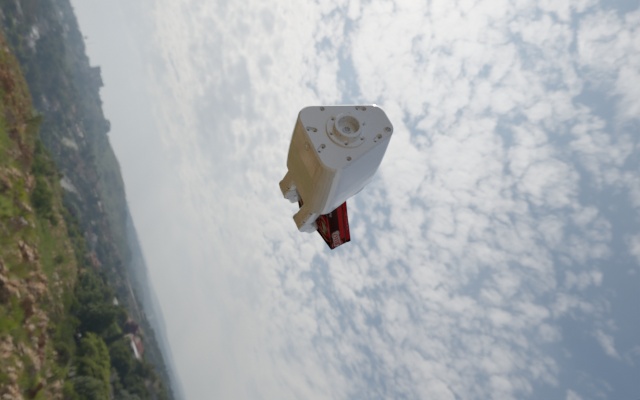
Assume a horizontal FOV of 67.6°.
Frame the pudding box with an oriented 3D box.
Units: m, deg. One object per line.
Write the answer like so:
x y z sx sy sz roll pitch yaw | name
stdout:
0.000 0.002 0.690 0.039 0.090 0.113 -21 41 -15 | pudding box
